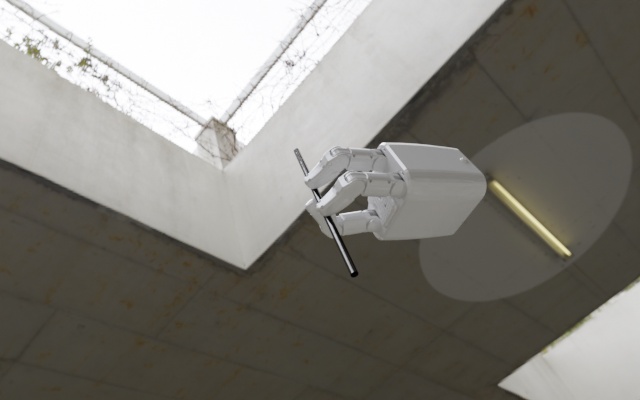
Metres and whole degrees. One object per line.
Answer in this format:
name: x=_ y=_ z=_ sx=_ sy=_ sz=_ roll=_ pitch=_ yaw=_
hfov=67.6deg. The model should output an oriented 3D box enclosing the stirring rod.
stirring rod: x=0.000 y=0.002 z=0.546 sx=0.011 sy=0.011 sz=0.239 roll=0 pitch=35 yaw=-19
